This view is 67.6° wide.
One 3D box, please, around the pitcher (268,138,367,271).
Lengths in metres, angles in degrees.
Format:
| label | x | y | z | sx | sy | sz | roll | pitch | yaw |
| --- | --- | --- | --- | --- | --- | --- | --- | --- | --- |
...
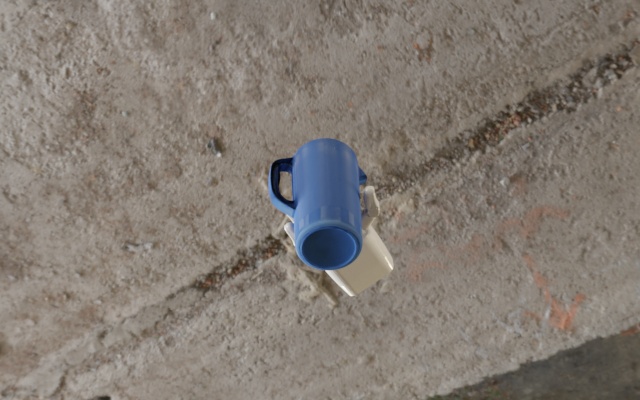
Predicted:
| label | x | y | z | sx | sy | sz | roll | pitch | yaw |
| --- | --- | --- | --- | --- | --- | --- | --- | --- | --- |
| pitcher | 0.000 | 0.003 | 0.841 | 0.149 | 0.145 | 0.242 | -27 | 33 | 17 |
